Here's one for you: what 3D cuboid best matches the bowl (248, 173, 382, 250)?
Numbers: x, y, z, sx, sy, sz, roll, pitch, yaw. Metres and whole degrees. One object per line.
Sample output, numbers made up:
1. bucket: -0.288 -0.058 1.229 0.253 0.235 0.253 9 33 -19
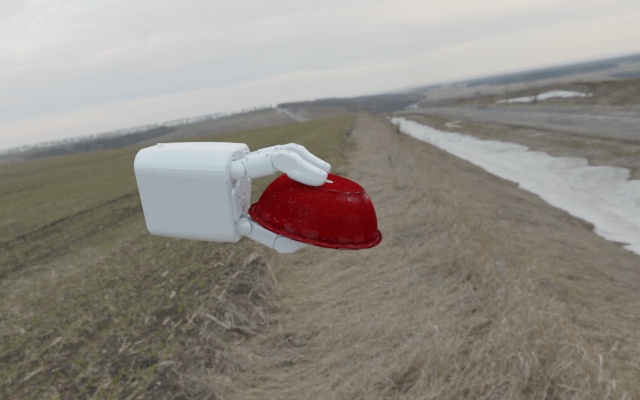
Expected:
1. bowl: 0.001 0.002 0.560 0.162 0.055 0.162 12 14 -3
